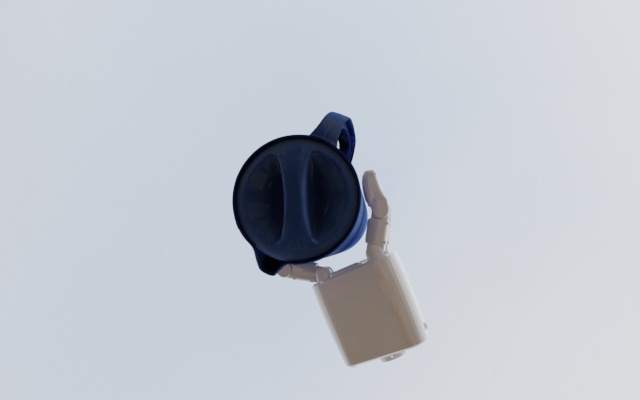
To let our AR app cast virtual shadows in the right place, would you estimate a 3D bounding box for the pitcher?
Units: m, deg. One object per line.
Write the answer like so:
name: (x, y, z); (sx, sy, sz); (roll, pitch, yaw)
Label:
pitcher: (0.000, 0.002, 0.590); (0.149, 0.145, 0.243); (-23, -10, 7)
